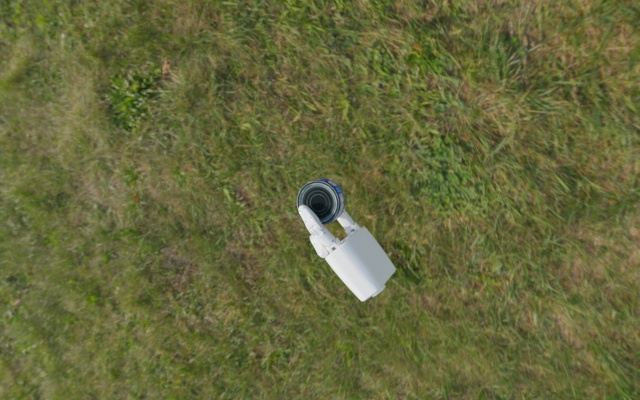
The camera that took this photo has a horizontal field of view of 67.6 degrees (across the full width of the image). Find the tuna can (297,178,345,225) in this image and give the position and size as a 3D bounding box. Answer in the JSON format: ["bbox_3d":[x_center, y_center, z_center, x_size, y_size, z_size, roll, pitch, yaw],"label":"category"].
[{"bbox_3d":[0.000,0.003,0.885,0.086,0.086,0.034,0,6,20],"label":"tuna can"}]
